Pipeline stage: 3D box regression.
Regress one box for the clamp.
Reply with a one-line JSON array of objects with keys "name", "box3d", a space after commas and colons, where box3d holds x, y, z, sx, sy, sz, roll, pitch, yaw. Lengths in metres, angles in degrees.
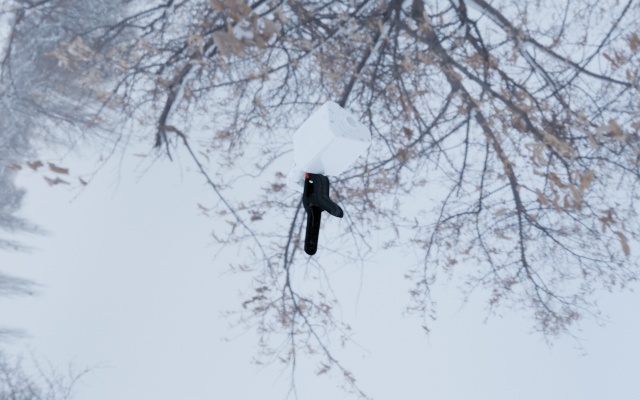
[{"name": "clamp", "box3d": [0.001, 0.003, 0.879, 0.039, 0.171, 0.120, 18, -42, -31]}]
